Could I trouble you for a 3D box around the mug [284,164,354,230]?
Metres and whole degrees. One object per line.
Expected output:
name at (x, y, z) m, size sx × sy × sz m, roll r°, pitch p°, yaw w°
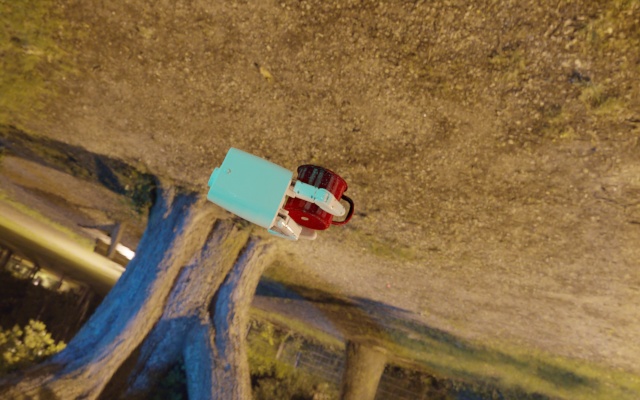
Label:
mug at (0.001, 0.003, 0.803) m, size 0.117 × 0.081 × 0.093 m, roll 25°, pitch -21°, yaw -7°
